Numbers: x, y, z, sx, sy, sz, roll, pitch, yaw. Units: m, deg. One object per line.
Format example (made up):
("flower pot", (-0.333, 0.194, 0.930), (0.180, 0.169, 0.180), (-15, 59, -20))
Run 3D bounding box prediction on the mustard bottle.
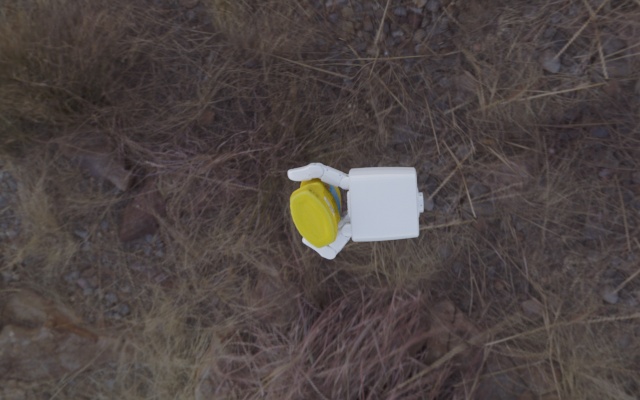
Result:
("mustard bottle", (0.000, 0.003, 0.807), (0.058, 0.096, 0.191), (-27, 12, 15))
